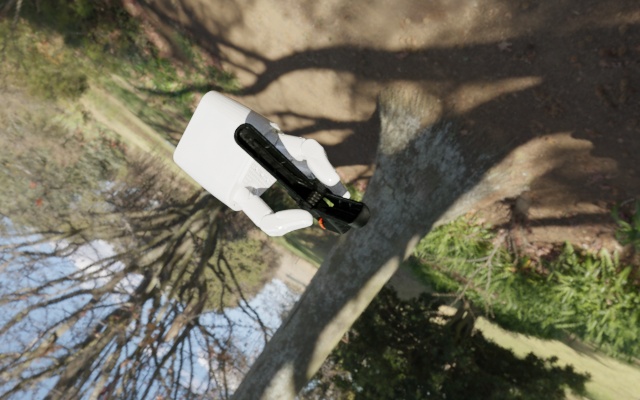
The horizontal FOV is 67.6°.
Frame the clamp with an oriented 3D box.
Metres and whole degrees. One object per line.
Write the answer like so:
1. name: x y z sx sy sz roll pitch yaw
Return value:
1. clamp: 0.000 0.002 0.542 0.164 0.036 0.210 36 -7 24
